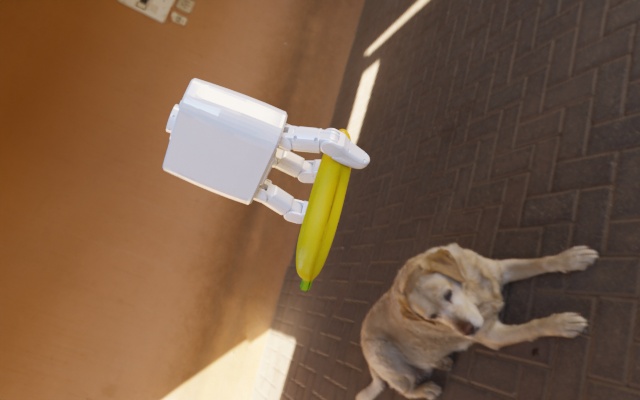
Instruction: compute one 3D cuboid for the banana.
[{"bbox_3d":[0.003,0.003,0.535,0.037,0.197,0.069,18,-11,-10],"label":"banana"}]
